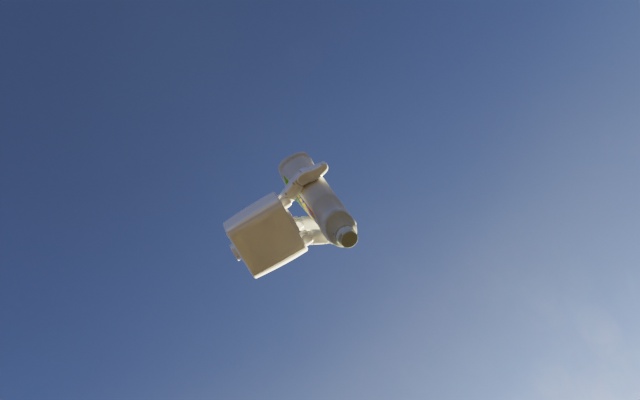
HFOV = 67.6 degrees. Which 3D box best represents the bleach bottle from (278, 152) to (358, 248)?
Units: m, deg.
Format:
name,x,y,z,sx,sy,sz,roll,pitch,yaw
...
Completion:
name,x,y,z,sx,sy,sz,roll,pitch,yaw
bleach bottle,0.000,0.003,0.830,0.068,0.103,0.250,-30,31,-6
